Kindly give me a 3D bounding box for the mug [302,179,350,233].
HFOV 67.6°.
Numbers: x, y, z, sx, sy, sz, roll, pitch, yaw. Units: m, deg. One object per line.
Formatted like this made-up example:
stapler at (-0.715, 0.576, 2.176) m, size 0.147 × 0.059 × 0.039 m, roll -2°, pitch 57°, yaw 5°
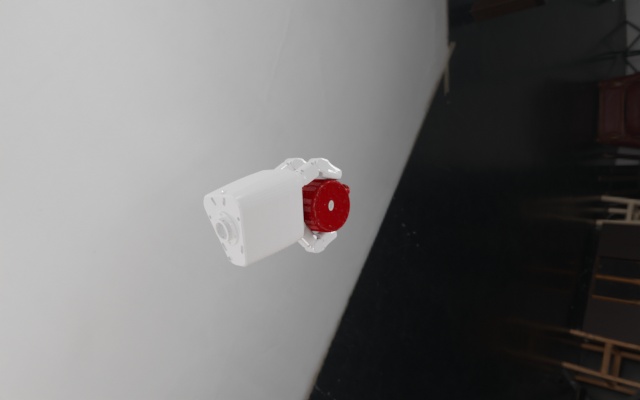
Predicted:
mug at (0.001, 0.002, 0.756) m, size 0.117 × 0.093 × 0.081 m, roll -29°, pitch 21°, yaw -38°
